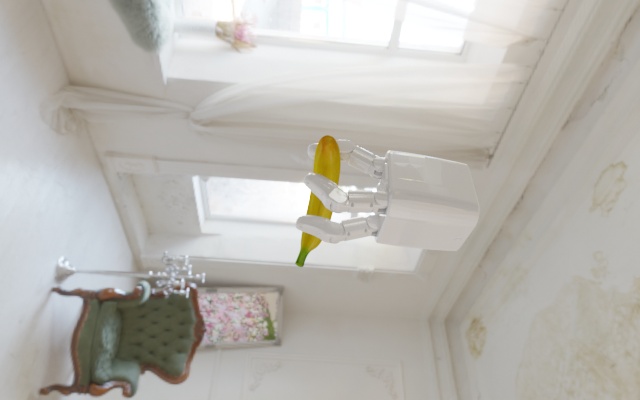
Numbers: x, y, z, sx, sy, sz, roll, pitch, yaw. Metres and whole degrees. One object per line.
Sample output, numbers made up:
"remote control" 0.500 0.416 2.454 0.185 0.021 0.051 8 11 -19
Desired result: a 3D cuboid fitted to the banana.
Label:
"banana" 0.002 -0.005 0.621 0.037 0.198 0.069 12 33 2
